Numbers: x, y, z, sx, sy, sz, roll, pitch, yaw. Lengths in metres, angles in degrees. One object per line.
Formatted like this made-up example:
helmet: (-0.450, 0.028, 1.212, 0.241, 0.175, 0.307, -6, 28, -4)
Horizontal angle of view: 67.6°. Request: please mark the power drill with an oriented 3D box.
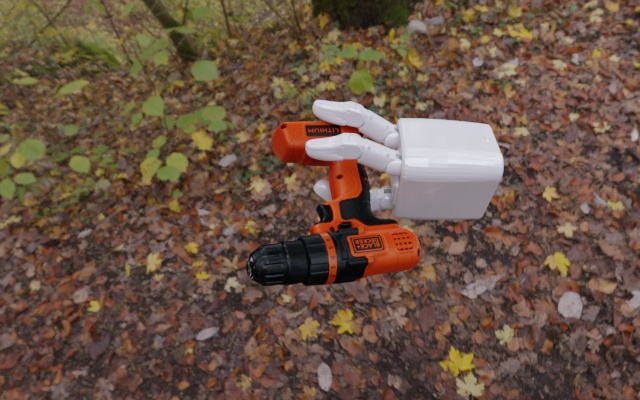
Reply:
power drill: (0.000, 0.001, 0.519, 0.184, 0.187, 0.057, -3, -30, -22)
